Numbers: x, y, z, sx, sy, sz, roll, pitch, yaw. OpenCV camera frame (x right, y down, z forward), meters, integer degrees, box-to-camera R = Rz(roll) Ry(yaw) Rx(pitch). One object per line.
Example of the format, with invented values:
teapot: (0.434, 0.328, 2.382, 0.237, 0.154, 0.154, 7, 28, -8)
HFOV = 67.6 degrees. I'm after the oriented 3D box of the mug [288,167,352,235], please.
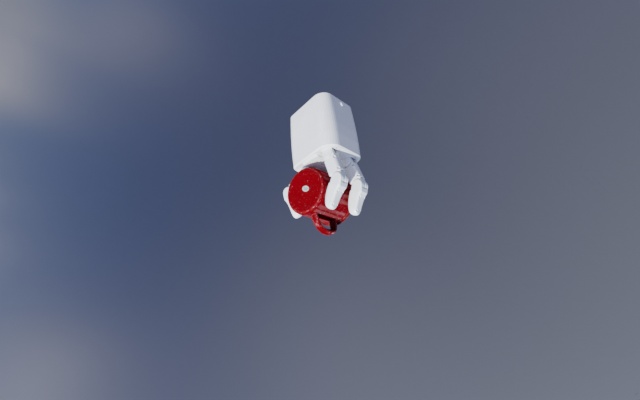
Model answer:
mug: (0.000, 0.004, 0.811, 0.093, 0.117, 0.081, -24, -27, 34)
